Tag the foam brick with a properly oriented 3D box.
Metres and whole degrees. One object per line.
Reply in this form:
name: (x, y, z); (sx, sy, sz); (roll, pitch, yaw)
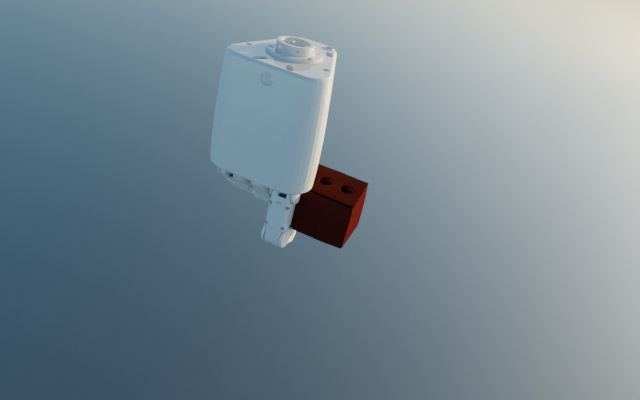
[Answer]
foam brick: (0.000, 0.002, 0.469); (0.078, 0.051, 0.053); (22, 33, 11)
